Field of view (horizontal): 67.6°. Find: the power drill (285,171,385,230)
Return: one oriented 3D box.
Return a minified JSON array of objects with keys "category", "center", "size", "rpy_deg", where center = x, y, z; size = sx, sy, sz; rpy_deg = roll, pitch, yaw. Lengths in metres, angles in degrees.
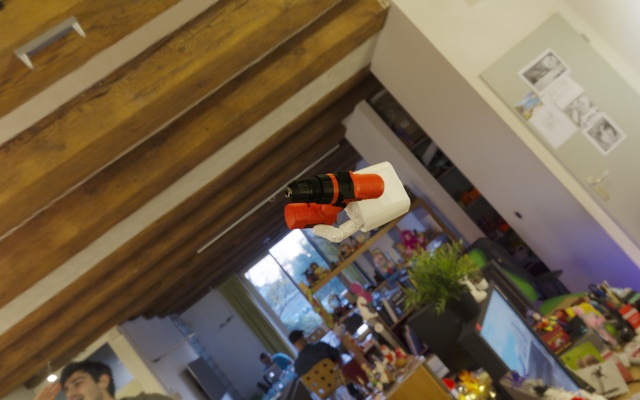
[{"category":"power drill","center":[0.000,0.003,0.874],"size":[0.184,0.057,0.188],"rpy_deg":[-3,-16,-26]}]
